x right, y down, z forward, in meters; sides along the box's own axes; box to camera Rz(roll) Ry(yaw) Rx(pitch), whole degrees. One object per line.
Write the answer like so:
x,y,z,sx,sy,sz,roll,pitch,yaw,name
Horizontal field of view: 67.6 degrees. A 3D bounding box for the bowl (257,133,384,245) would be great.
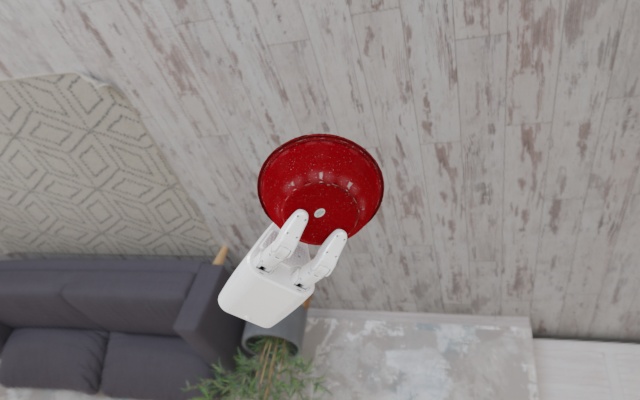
0.000,0.001,0.584,0.162,0.162,0.055,0,34,0,bowl
